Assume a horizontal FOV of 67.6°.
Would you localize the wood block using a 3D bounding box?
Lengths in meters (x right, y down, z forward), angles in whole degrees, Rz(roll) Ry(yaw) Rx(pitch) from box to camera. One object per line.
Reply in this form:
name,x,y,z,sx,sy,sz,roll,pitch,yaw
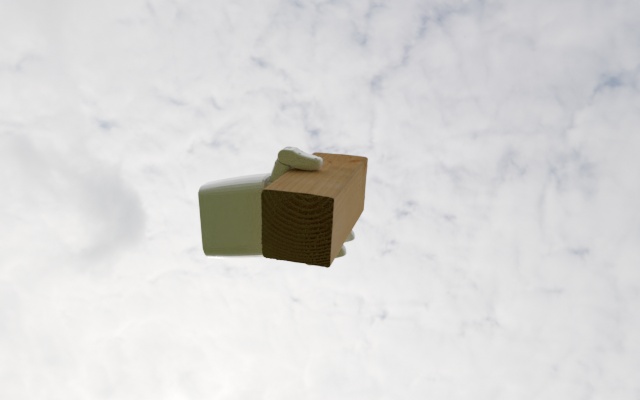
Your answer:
wood block,0.000,0.002,0.651,0.090,0.091,0.206,7,20,14
